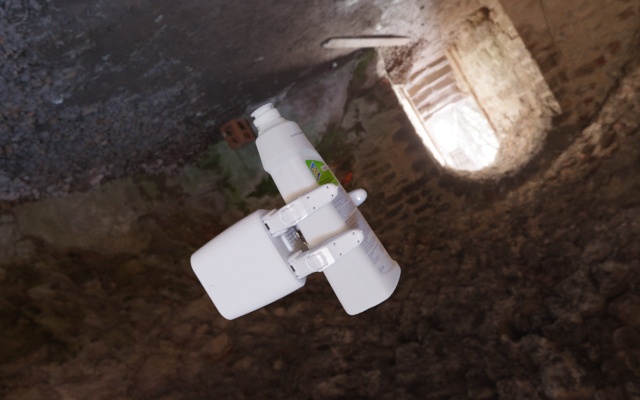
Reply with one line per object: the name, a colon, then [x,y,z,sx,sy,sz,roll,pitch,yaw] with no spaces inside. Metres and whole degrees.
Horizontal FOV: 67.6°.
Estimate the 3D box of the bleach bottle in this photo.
bleach bottle: [0.000,0.002,0.556,0.068,0.251,0.102,-30,2,19]
